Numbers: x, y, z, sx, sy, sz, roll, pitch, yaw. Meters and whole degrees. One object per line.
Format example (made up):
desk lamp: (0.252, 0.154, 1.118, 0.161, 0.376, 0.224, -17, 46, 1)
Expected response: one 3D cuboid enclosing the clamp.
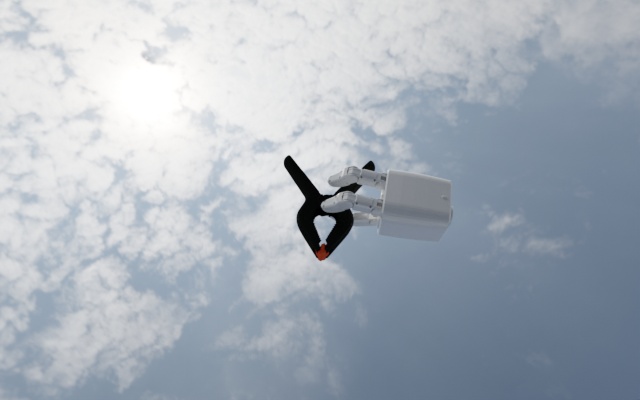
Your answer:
clamp: (0.000, 0.004, 0.813, 0.164, 0.209, 0.036, 9, -35, 6)
